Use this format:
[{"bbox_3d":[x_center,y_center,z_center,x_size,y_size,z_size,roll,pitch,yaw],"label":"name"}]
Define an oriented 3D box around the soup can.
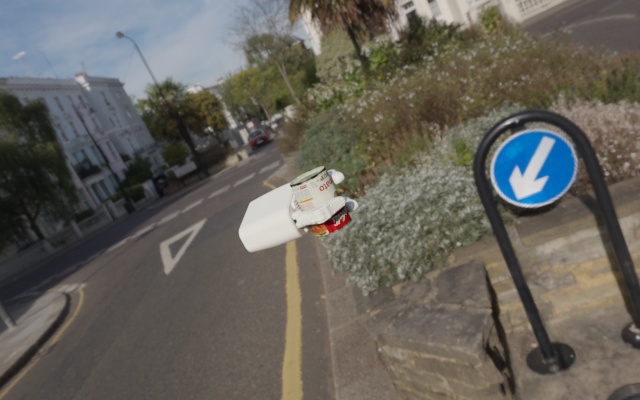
[{"bbox_3d":[0.000,0.002,0.798,0.068,0.102,0.068,-26,13,6],"label":"soup can"}]
